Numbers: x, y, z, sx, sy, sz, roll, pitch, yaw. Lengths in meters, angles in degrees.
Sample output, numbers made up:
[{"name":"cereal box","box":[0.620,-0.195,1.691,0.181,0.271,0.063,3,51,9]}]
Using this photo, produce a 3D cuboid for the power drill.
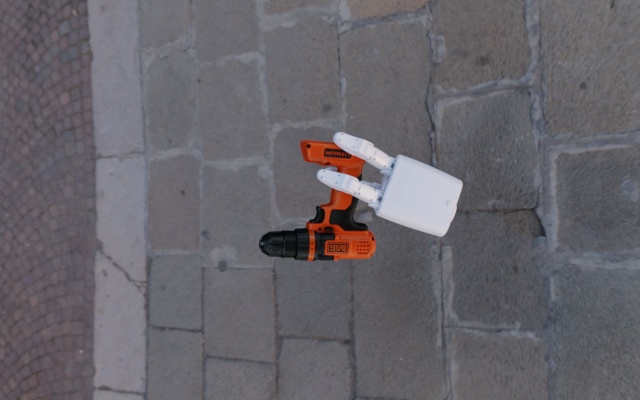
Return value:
[{"name":"power drill","box":[0.000,0.002,0.741,0.184,0.188,0.057,1,11,-14]}]
